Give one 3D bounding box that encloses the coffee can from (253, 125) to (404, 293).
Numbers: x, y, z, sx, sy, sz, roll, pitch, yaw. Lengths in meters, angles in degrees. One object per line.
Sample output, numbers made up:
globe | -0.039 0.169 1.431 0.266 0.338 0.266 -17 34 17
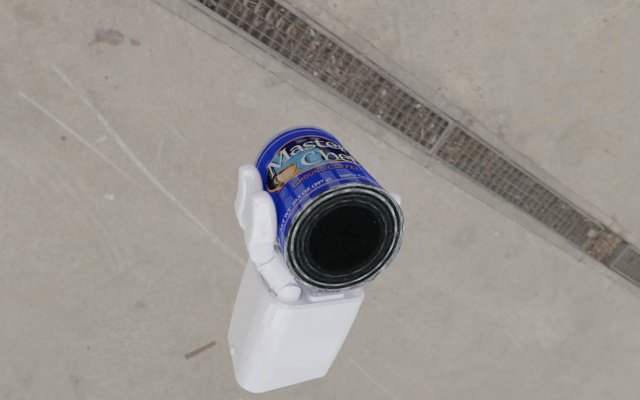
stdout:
coffee can | 0.000 0.001 0.439 0.103 0.103 0.140 0 27 -19
